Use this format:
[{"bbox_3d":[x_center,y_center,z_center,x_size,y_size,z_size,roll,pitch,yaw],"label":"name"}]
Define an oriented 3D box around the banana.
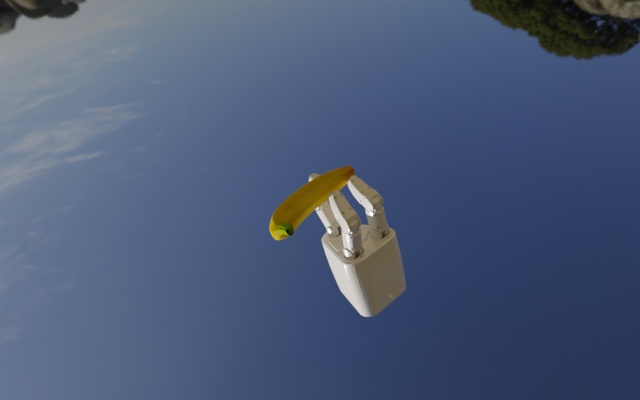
[{"bbox_3d":[-0.017,0.005,0.658,0.069,0.037,0.197,-6,25,32],"label":"banana"}]
